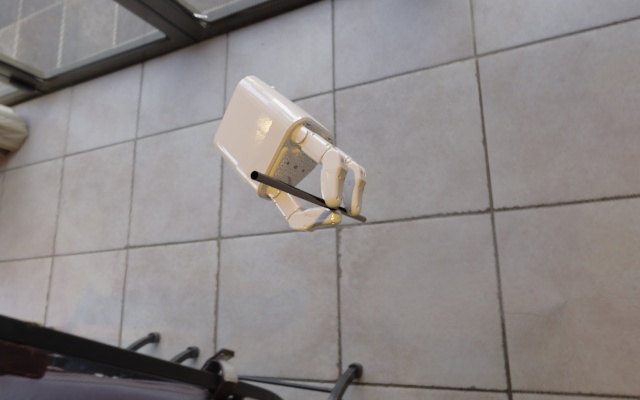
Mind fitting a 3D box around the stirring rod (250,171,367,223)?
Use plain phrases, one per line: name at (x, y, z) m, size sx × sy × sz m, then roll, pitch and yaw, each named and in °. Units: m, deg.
stirring rod at (0.000, 0.002, 0.494) m, size 0.011 × 0.011 × 0.239 m, roll 0°, pitch -11°, yaw 27°
